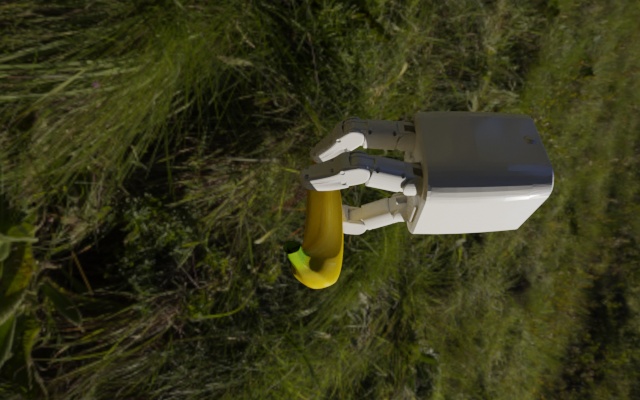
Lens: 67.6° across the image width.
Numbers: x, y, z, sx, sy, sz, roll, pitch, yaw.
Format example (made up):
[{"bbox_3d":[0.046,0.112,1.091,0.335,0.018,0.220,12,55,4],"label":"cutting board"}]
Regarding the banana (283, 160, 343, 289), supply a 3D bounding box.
[{"bbox_3d":[0.001,0.020,0.420,0.037,0.070,0.197,-2,25,5],"label":"banana"}]
